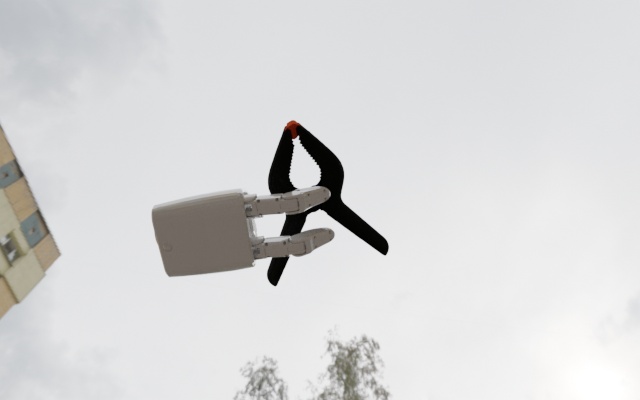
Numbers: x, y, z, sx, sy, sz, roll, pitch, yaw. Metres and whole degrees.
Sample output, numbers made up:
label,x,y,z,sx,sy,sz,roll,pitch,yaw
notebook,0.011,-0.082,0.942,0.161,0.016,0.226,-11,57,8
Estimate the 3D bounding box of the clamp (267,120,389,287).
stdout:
label,x,y,z,sx,sy,sz,roll,pitch,yaw
clamp,0.000,0.001,0.600,0.164,0.210,0.036,-9,20,-5
